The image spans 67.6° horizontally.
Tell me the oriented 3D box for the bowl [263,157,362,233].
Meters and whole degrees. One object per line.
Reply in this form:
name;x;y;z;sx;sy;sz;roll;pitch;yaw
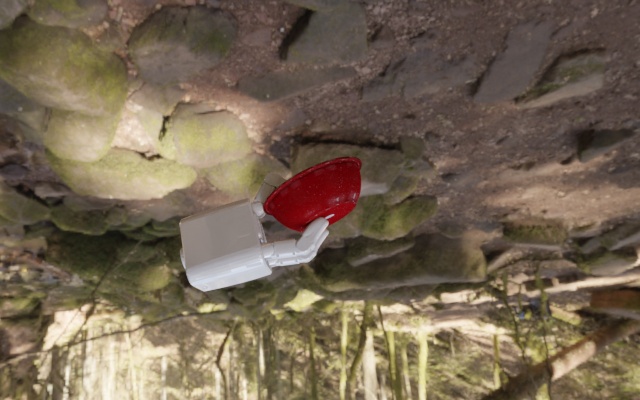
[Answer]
bowl;0.001;0.002;0.699;0.162;0.055;0.162;-25;-17;-8
